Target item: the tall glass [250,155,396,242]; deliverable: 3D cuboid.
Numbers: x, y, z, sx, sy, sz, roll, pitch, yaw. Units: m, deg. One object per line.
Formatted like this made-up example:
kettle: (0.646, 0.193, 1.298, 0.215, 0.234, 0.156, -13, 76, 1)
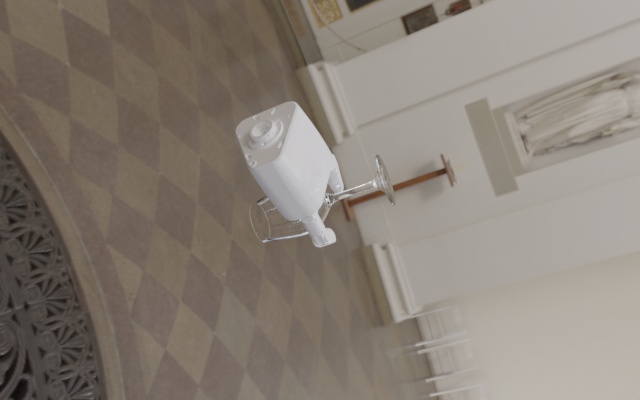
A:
tall glass: (0.001, 0.002, 0.684, 0.201, 0.079, 0.079, -19, -5, 16)
